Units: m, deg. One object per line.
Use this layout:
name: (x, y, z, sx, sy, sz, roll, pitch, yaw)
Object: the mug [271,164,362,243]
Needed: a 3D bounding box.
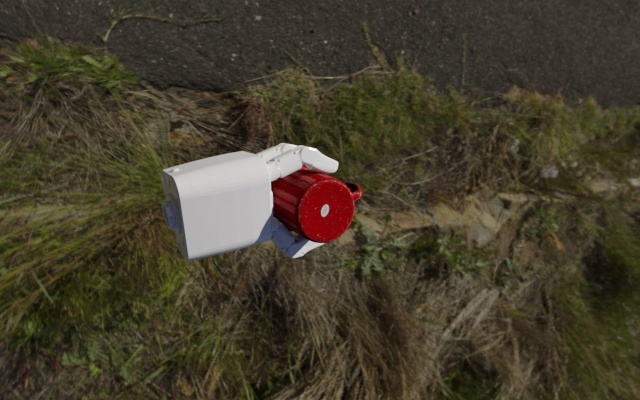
mug: (0.001, 0.002, 0.607, 0.117, 0.093, 0.081, -16, 20, -24)
